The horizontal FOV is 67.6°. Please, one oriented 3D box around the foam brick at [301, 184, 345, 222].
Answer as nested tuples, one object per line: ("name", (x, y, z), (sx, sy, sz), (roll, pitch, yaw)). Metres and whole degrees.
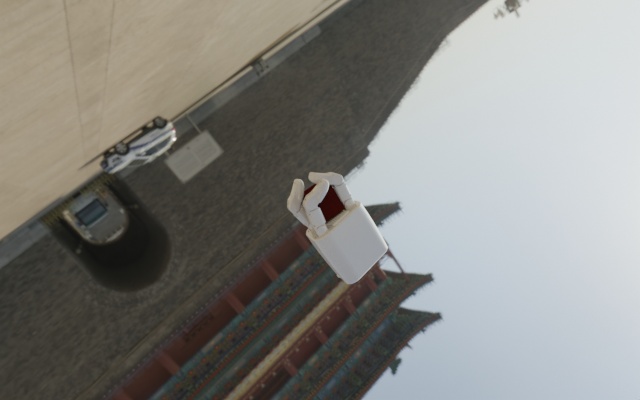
("foam brick", (0.000, 0.003, 0.867), (0.053, 0.051, 0.078), (-34, 15, -8))
